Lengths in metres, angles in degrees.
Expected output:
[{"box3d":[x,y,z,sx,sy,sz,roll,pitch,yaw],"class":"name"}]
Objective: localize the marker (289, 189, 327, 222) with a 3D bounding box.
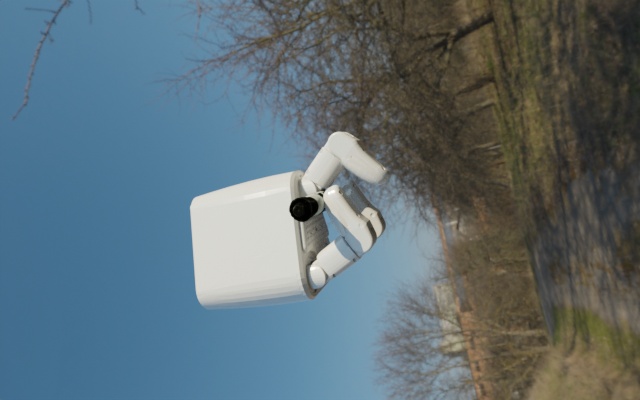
[{"box3d":[0.000,0.001,0.410,0.020,0.020,0.121,0,6,16],"class":"marker"}]
